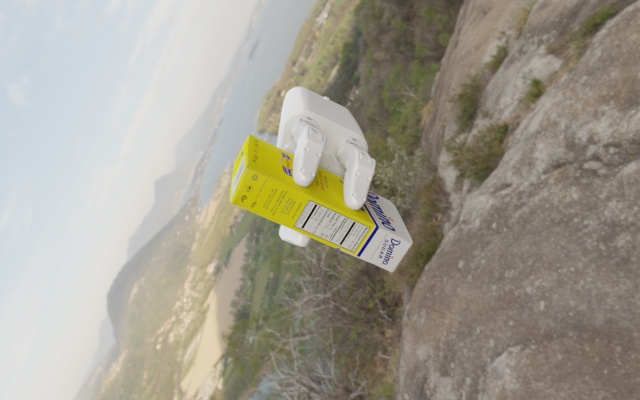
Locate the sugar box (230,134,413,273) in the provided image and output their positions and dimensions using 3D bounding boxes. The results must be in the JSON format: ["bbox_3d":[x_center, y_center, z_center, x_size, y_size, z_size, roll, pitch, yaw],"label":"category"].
[{"bbox_3d":[0.000,0.001,0.474,0.176,0.048,0.093,22,22,-17],"label":"sugar box"}]
